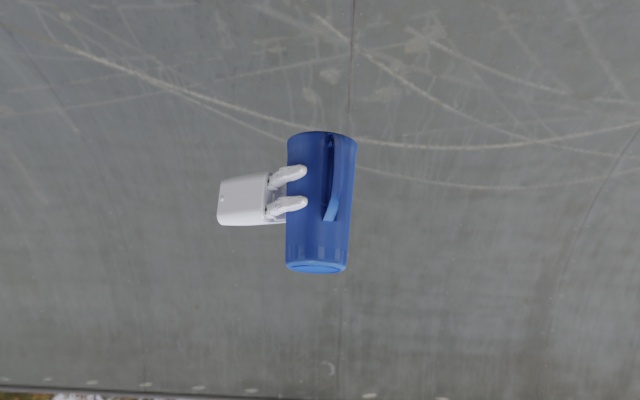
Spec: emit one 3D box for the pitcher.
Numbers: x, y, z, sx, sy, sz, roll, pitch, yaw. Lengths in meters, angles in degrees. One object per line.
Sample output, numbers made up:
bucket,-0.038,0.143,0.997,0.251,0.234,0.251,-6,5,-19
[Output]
pitcher,0.000,0.003,0.858,0.145,0.242,0.149,-5,-18,26
